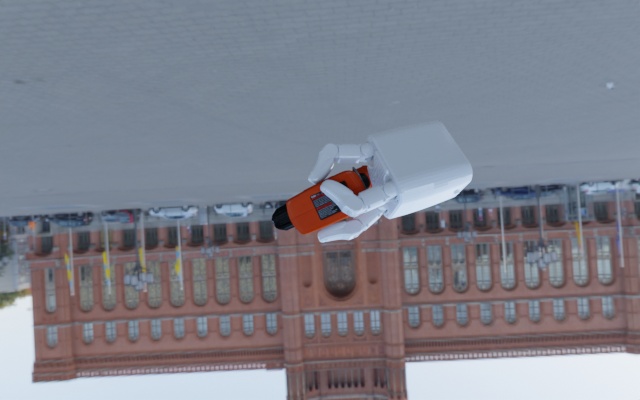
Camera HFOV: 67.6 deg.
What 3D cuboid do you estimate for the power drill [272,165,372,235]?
[{"bbox_3d":[0.000,0.002,0.704,0.184,0.057,0.187,-27,3,5],"label":"power drill"}]
